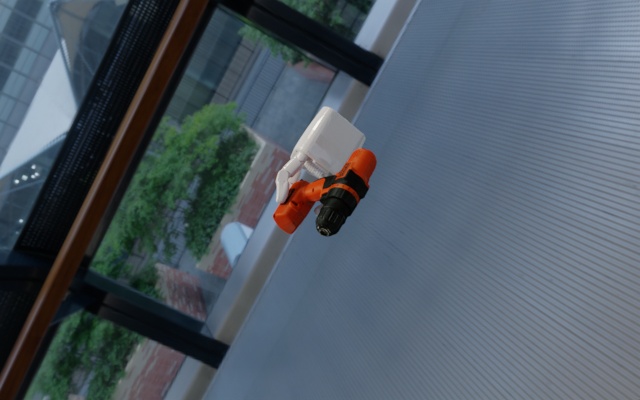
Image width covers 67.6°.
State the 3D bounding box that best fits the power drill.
[{"bbox_3d":[0.000,0.003,0.818,0.188,0.057,0.184,-19,29,47],"label":"power drill"}]
